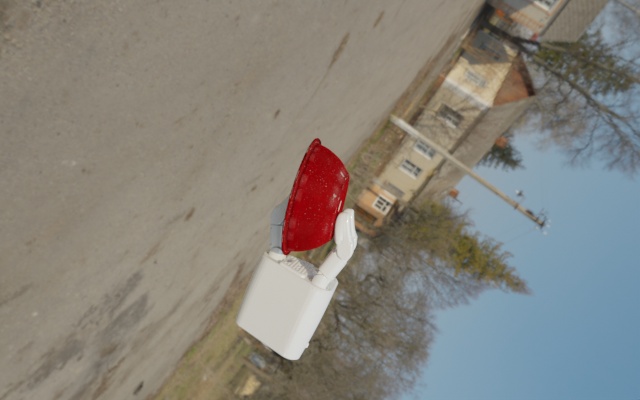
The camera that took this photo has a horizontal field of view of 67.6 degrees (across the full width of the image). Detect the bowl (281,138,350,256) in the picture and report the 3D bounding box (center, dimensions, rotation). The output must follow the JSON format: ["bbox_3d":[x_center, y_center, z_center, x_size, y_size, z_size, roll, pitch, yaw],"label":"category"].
[{"bbox_3d":[0.001,0.001,0.630,0.055,0.162,0.162,15,2,8],"label":"bowl"}]
